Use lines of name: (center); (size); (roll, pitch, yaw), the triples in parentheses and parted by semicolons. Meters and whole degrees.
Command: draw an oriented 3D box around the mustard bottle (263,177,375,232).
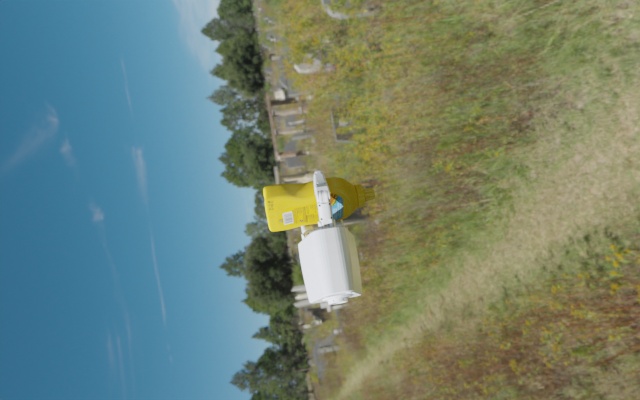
mustard bottle: (0.000, 0.002, 0.834); (0.191, 0.058, 0.096); (-8, -41, -5)
